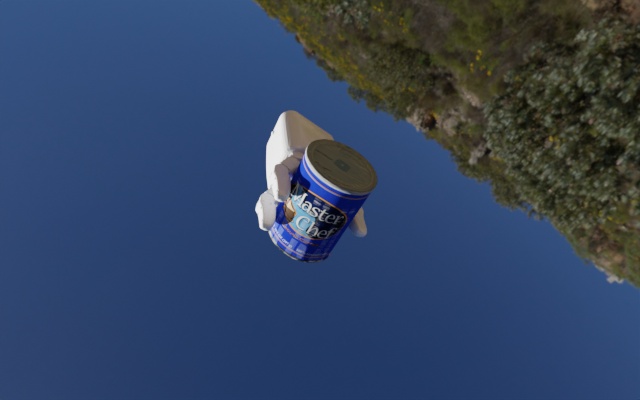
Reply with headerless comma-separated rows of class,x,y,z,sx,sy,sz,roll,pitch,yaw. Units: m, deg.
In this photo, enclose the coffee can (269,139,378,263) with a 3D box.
coffee can,0.000,0.002,0.656,0.103,0.140,0.102,20,37,-15
